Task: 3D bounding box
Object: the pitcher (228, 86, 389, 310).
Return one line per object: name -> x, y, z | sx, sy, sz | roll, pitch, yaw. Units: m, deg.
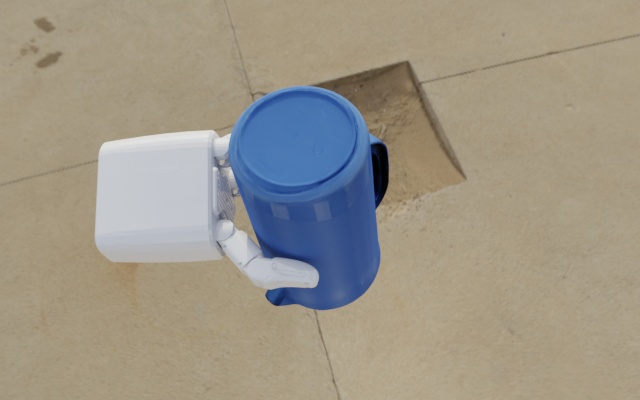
pitcher -> 0.000, 0.002, 0.460 | 0.145, 0.149, 0.243 | -2, -28, 4
